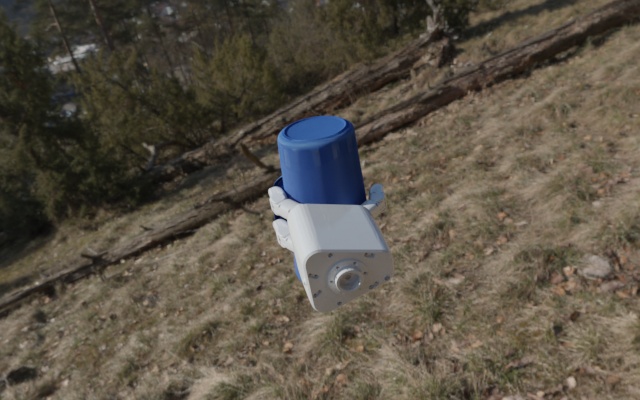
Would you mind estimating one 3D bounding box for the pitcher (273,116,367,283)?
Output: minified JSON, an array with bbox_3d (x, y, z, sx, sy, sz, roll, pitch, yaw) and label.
[{"bbox_3d":[0.000,0.002,0.718,0.149,0.243,0.145,-12,29,-4],"label":"pitcher"}]
